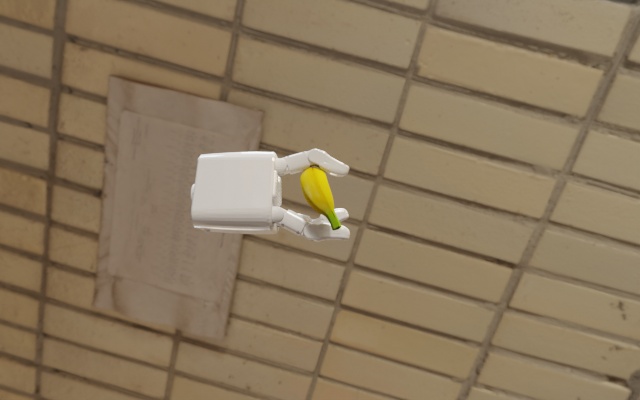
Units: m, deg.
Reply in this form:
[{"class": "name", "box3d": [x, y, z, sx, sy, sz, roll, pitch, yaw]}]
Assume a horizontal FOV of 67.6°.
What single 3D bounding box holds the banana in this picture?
[{"class": "banana", "box3d": [-0.005, -0.014, 0.668, 0.037, 0.070, 0.197, -17, 14, 1]}]
